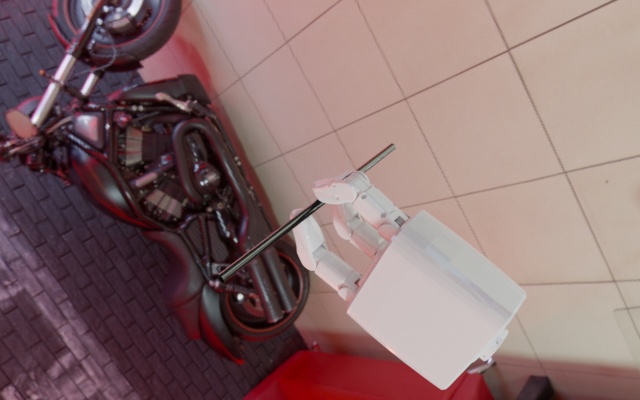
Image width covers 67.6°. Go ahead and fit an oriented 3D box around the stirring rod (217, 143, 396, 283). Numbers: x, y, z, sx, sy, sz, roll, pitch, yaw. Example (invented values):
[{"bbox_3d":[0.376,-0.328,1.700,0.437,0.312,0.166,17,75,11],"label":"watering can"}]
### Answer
[{"bbox_3d":[0.000,0.001,0.439,0.011,0.011,0.239,0,29,47],"label":"stirring rod"}]
